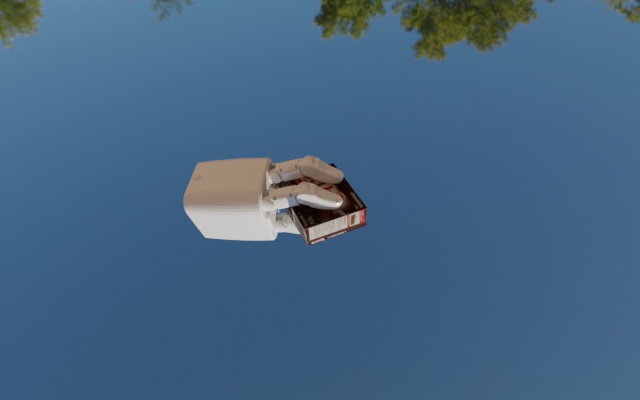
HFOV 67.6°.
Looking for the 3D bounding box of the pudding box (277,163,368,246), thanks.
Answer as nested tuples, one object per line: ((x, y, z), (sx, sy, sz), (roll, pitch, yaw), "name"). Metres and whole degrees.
((0.000, 0.002, 0.655), (0.090, 0.039, 0.113), (-19, 46, -14), "pudding box")
